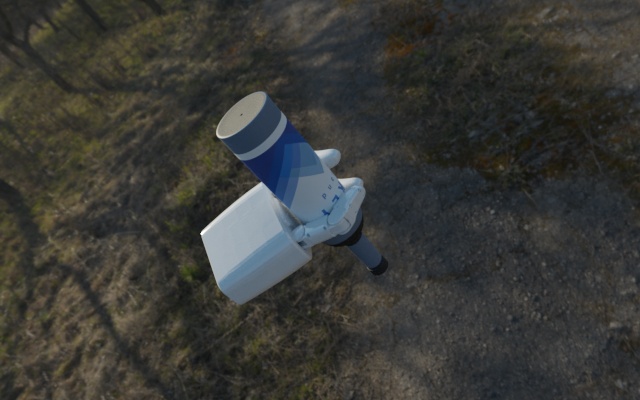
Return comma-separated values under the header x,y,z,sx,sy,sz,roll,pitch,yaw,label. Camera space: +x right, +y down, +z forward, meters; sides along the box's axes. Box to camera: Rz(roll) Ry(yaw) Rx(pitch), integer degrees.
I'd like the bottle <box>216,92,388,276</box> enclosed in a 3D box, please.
x,y,z,sx,sy,sz,roll,pitch,yaw,label
0.000,0.002,0.569,0.069,0.069,0.296,0,-38,44,bottle
